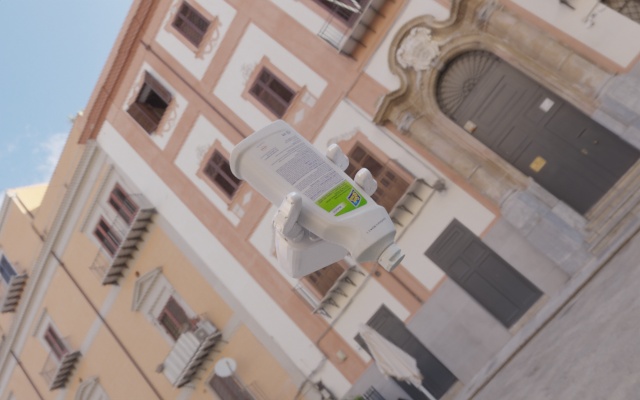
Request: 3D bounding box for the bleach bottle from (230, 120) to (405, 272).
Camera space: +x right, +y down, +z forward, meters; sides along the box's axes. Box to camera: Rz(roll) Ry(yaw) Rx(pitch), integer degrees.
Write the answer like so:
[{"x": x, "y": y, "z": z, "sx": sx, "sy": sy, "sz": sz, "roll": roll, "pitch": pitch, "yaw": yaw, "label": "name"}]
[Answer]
[{"x": 0.000, "y": 0.002, "z": 0.618, "sx": 0.102, "sy": 0.250, "sz": 0.068, "roll": -38, "pitch": -22, "yaw": -25, "label": "bleach bottle"}]
